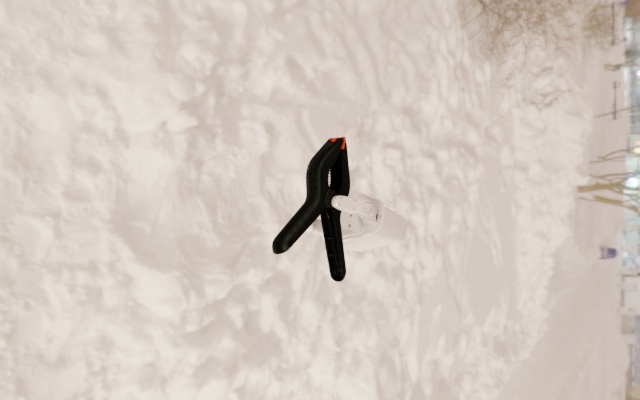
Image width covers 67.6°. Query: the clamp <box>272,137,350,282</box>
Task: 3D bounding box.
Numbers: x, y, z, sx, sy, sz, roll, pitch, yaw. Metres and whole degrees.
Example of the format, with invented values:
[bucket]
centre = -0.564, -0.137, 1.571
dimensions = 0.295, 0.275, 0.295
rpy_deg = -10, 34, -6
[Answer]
[clamp]
centre = 0.001, 0.002, 0.679
dimensions = 0.036, 0.210, 0.164
rpy_deg = 1, -14, 34
